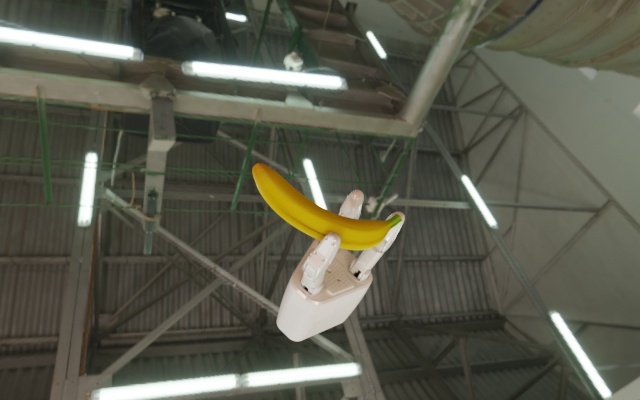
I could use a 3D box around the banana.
[{"bbox_3d":[-0.002,0.015,0.585,0.198,0.037,0.069,22,45,0],"label":"banana"}]
